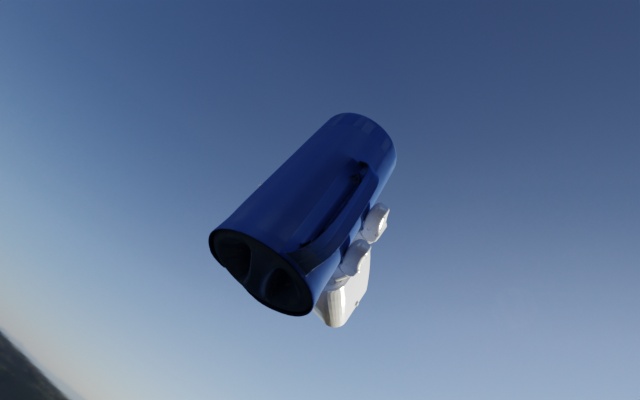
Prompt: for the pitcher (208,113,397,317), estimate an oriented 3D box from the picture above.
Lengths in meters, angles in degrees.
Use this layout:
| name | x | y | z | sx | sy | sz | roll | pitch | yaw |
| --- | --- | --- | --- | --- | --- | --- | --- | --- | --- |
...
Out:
| name | x | y | z | sx | sy | sz | roll | pitch | yaw |
| --- | --- | --- | --- | --- | --- | --- | --- | --- | --- |
| pitcher | 0.000 | 0.002 | 0.555 | 0.149 | 0.145 | 0.242 | 22 | 53 | 23 |
